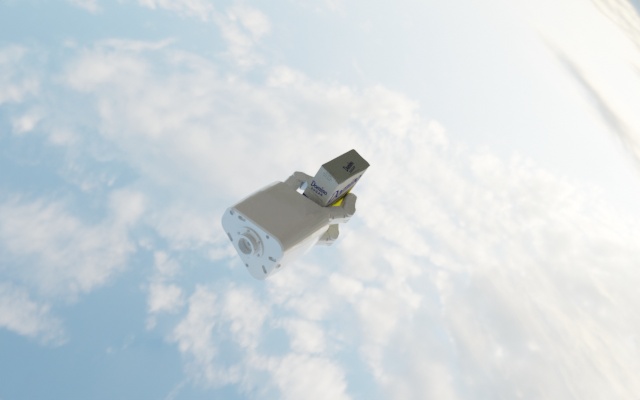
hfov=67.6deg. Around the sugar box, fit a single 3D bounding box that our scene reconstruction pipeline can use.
[{"bbox_3d":[0.000,0.003,0.757,0.093,0.048,0.176,-32,-15,-48],"label":"sugar box"}]
